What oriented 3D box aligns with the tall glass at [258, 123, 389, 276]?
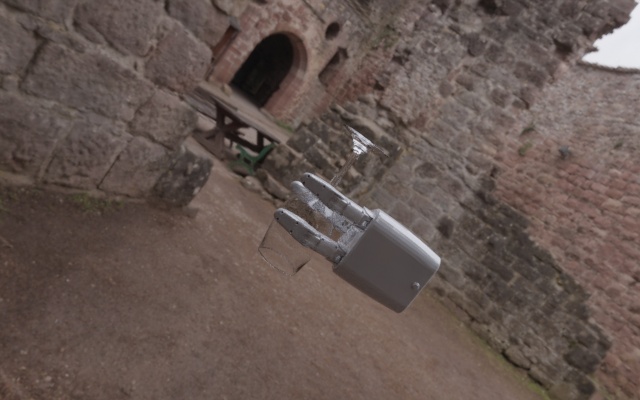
[{"bbox_3d":[0.000,0.001,0.626,0.079,0.201,0.079,36,7,-5],"label":"tall glass"}]
